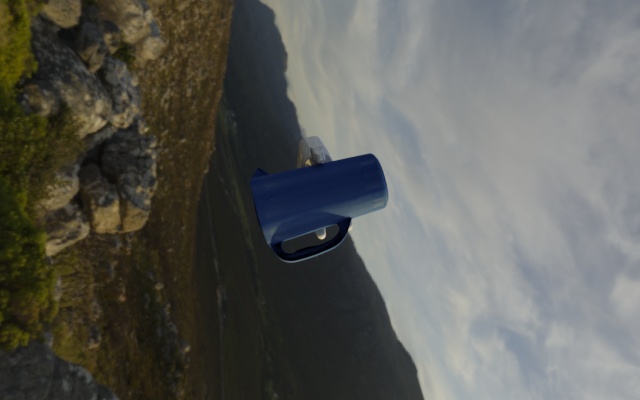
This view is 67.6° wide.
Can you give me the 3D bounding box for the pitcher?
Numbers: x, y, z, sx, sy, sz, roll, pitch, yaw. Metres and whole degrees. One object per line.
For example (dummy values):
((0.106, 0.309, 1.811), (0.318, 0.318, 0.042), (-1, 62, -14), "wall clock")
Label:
((0.000, 0.003, 0.889), (0.243, 0.149, 0.145), (-15, 32, -3), "pitcher")
